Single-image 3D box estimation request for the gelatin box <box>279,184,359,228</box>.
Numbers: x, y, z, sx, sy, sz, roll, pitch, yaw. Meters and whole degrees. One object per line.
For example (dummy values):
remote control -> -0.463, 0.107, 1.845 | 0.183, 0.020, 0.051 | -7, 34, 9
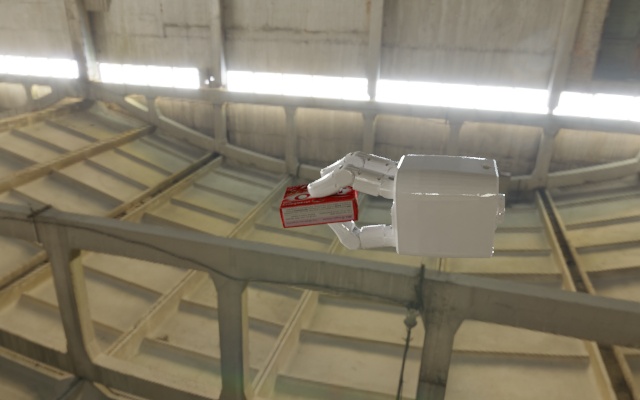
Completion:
gelatin box -> 0.000, 0.002, 0.571 | 0.089, 0.030, 0.073 | -7, 20, 6
